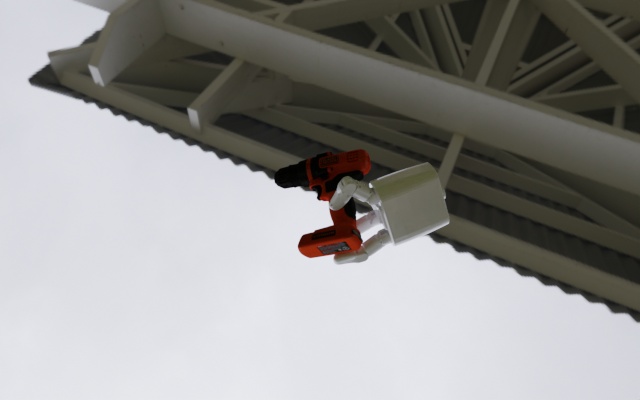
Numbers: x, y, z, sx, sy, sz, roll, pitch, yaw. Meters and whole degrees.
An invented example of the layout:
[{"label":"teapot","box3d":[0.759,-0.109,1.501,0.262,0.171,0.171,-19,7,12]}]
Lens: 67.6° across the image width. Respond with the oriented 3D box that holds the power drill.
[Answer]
[{"label":"power drill","box3d":[0.000,0.003,0.834,0.184,0.187,0.057,-12,-31,20]}]
